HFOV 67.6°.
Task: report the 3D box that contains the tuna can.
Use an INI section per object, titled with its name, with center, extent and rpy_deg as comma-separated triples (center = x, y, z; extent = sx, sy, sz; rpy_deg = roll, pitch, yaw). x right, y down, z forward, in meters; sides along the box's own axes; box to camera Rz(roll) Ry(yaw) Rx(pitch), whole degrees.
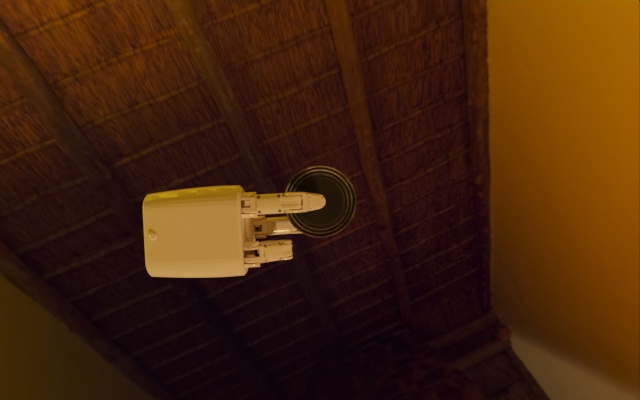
[tuna can]
center = 0.000, 0.002, 0.577
extent = 0.086, 0.086, 0.034
rpy_deg = 0, -3, 3
